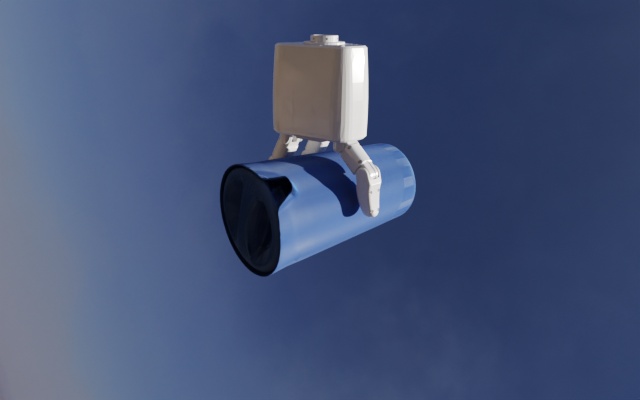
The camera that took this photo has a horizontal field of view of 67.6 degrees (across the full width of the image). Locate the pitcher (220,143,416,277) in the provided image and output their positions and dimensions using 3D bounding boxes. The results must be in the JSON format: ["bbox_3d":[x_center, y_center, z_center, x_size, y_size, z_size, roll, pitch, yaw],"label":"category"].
[{"bbox_3d":[0.000,0.002,0.620,0.243,0.145,0.149,-16,25,-36],"label":"pitcher"}]
